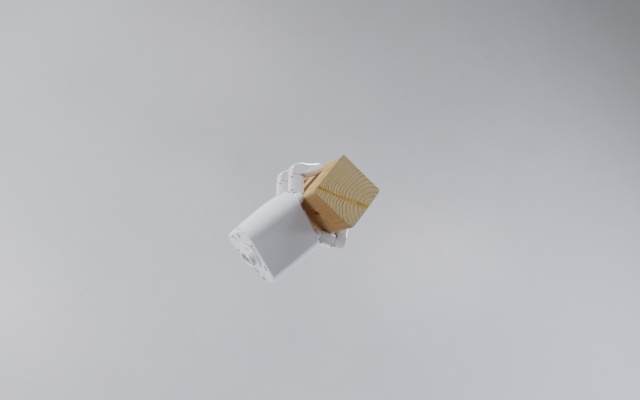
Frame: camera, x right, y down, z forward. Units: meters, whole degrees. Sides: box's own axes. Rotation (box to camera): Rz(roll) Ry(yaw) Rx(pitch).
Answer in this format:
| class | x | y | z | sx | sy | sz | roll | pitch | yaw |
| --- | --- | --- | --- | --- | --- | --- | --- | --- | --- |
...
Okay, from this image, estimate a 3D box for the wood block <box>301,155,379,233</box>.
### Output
| class | x | y | z | sx | sy | sz | roll | pitch | yaw |
| --- | --- | --- | --- | --- | --- | --- | --- | --- | --- |
| wood block | 0.000 | 0.003 | 0.864 | 0.091 | 0.090 | 0.206 | 44 | -25 | -13 |
